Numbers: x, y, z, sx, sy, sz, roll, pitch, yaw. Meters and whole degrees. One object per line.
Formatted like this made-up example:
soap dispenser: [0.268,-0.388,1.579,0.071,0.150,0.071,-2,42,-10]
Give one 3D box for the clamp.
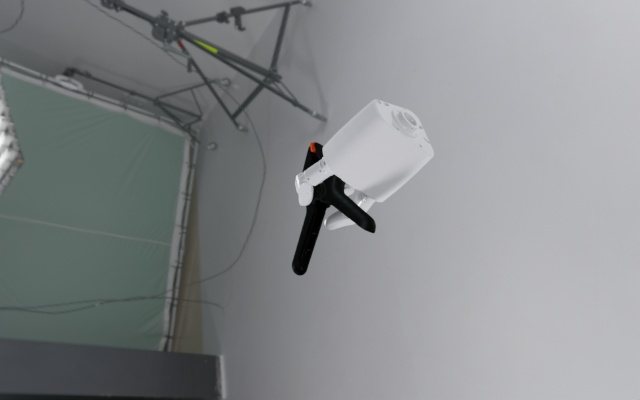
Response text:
clamp: [0.000,0.002,0.733,0.036,0.209,0.165,22,-50,-38]
